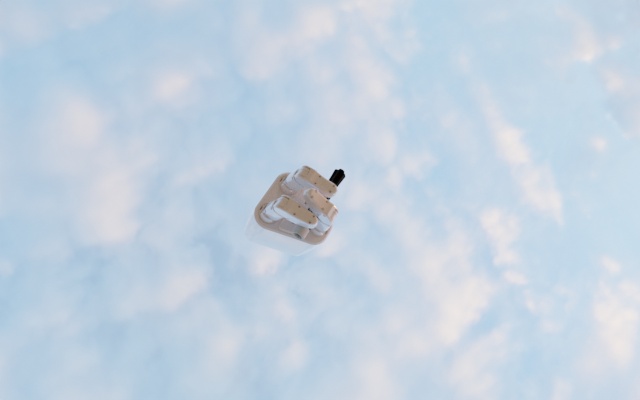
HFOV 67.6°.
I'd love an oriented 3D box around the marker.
[{"bbox_3d":[0.000,0.002,0.660,0.020,0.121,0.020,27,-26,15],"label":"marker"}]
